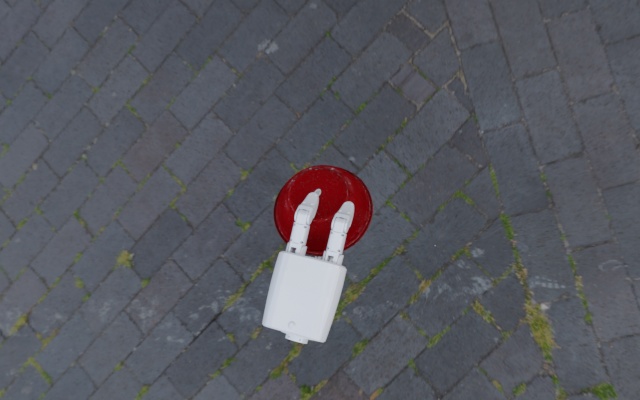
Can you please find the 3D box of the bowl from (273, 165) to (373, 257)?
[{"bbox_3d":[0.000,0.001,0.746,0.162,0.162,0.055,0,-27,9],"label":"bowl"}]
